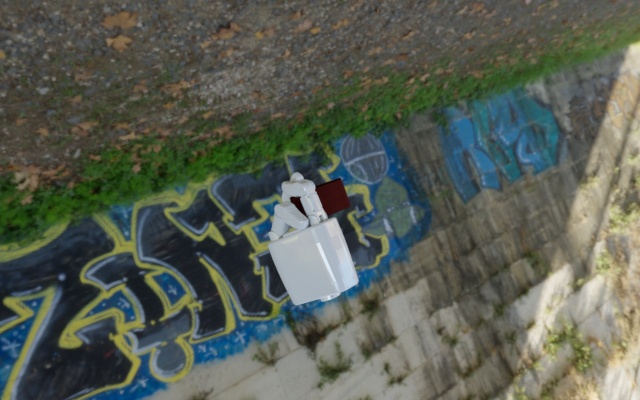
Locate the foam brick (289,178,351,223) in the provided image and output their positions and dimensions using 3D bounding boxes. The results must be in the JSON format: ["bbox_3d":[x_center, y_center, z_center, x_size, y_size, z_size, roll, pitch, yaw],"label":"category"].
[{"bbox_3d":[0.000,0.002,0.770,0.078,0.051,0.053,-21,-3,-42],"label":"foam brick"}]
